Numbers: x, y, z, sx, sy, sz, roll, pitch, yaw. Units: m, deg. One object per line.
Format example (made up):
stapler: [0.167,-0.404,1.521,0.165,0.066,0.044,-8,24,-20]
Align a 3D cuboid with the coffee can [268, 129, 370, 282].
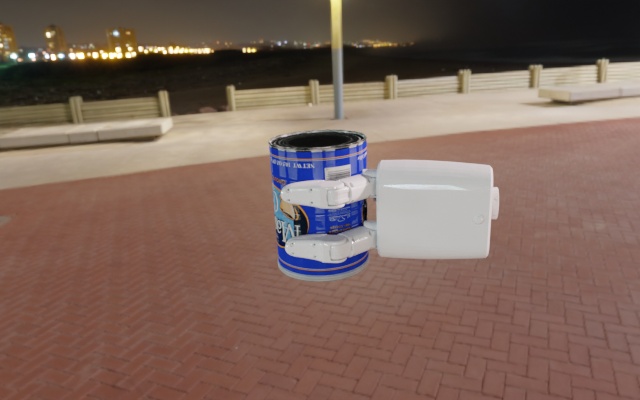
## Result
coffee can: [0.000,0.002,0.515,0.103,0.140,0.102,-3,18,1]
